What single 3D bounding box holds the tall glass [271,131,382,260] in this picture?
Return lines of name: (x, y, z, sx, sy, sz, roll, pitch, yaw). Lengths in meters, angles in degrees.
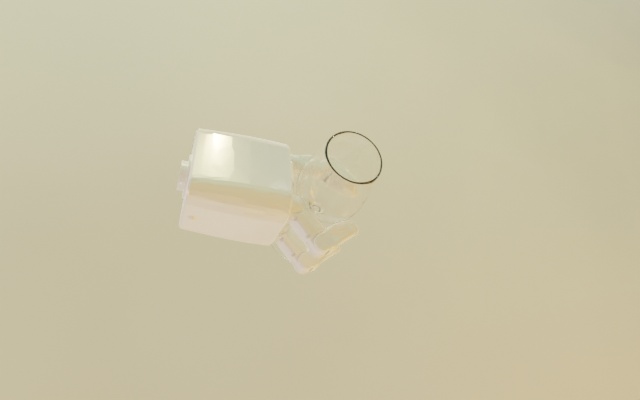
tall glass: (0.000, 0.002, 0.553, 0.079, 0.079, 0.201, 0, -27, -23)
